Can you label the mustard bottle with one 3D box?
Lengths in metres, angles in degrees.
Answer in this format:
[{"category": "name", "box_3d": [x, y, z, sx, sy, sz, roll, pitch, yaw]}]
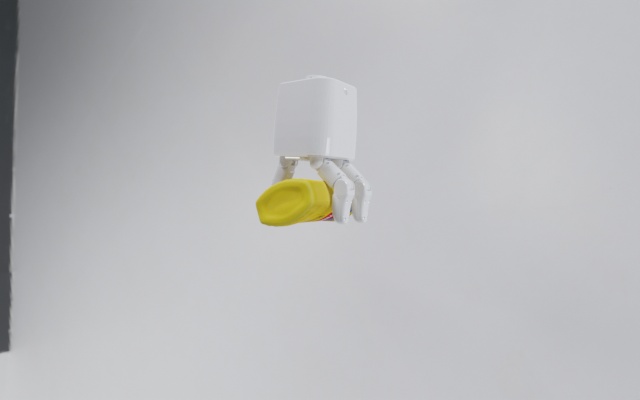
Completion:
[{"category": "mustard bottle", "box_3d": [0.000, 0.003, 0.693, 0.096, 0.058, 0.191, -22, -11, 29]}]
